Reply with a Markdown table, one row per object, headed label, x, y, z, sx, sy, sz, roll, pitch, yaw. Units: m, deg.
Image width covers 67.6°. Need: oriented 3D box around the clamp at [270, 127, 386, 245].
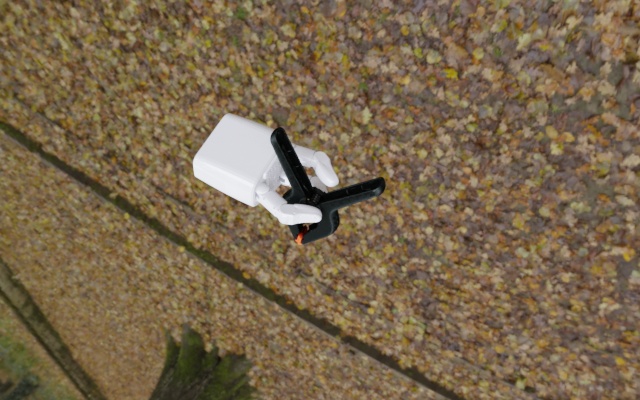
| label | x | y | z | sx | sy | sz | roll | pitch | yaw |
| --- | --- | --- | --- | --- | --- | --- | --- | --- | --- |
| clamp | -0.001 | 0.003 | 0.686 | 0.164 | 0.036 | 0.210 | 23 | -39 | 11 |
